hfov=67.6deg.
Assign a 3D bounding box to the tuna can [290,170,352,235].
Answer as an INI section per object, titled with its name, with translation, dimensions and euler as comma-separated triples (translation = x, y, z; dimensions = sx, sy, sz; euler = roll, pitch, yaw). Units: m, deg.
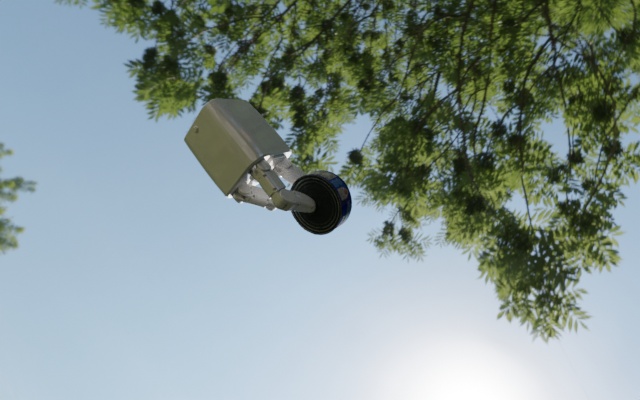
[tuna can]
translation = 0.000, 0.002, 0.660
dimensions = 0.086, 0.086, 0.033
euler = 0, 16, 34
